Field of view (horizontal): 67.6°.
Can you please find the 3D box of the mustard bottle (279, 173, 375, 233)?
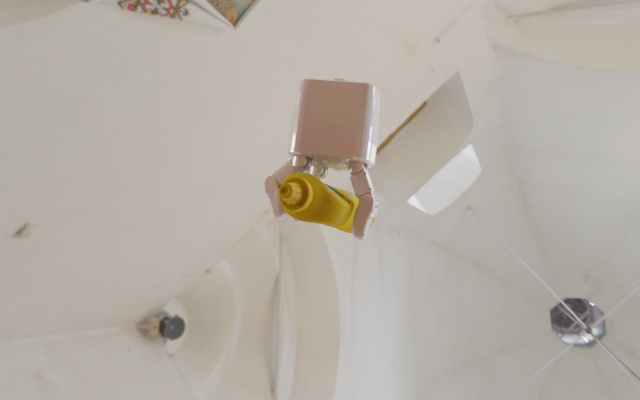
[{"bbox_3d":[0.000,0.002,0.632,0.096,0.058,0.192,31,5,26],"label":"mustard bottle"}]
